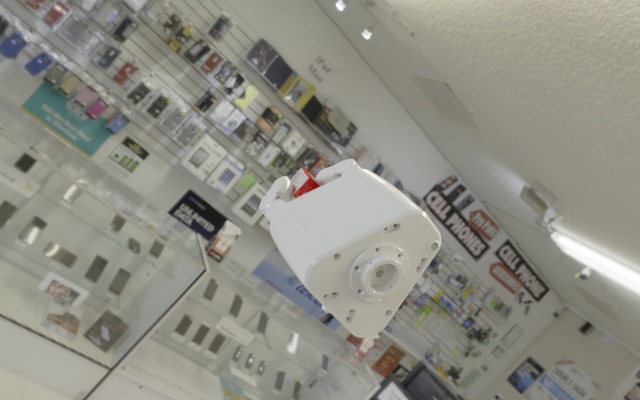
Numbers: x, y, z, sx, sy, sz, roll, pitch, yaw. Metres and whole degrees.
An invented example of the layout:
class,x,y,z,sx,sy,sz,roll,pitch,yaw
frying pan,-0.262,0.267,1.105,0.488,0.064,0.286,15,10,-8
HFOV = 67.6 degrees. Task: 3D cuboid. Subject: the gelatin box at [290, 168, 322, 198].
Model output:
class,x,y,z,sx,sy,sz,roll,pitch,yaw
gelatin box,0.000,0.001,0.544,0.073,0.030,0.089,43,2,-13
